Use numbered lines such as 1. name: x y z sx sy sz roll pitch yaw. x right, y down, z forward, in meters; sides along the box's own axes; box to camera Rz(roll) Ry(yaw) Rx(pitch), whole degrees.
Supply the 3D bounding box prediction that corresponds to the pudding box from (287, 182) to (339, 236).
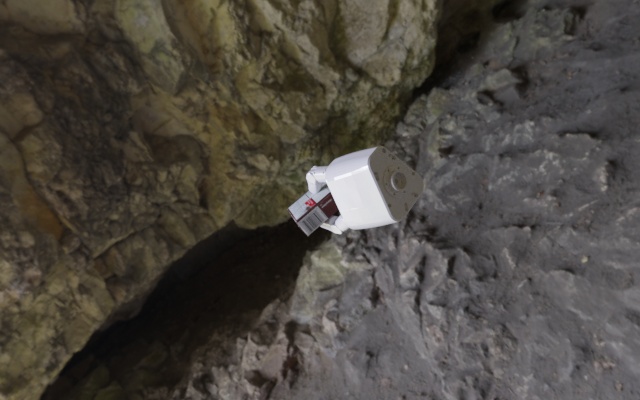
1. pudding box: 0.000 0.003 0.844 0.113 0.039 0.090 -39 18 -2
